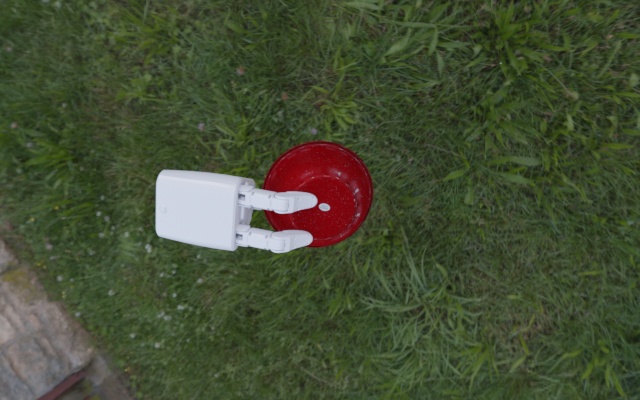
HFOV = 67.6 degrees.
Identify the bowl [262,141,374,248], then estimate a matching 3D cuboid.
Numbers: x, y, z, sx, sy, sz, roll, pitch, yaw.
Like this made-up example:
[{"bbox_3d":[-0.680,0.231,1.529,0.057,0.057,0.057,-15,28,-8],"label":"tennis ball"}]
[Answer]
[{"bbox_3d":[0.001,0.002,0.661,0.162,0.162,0.055,0,19,-8],"label":"bowl"}]
